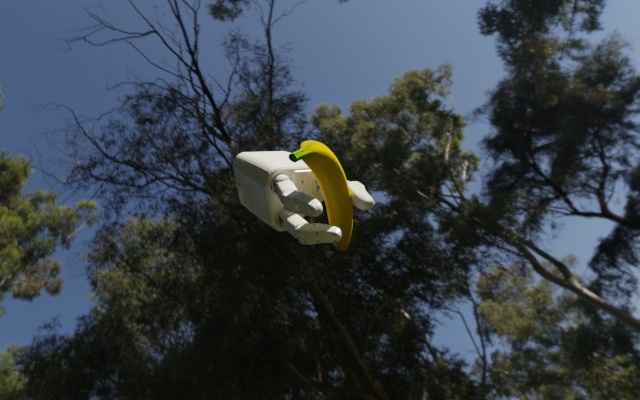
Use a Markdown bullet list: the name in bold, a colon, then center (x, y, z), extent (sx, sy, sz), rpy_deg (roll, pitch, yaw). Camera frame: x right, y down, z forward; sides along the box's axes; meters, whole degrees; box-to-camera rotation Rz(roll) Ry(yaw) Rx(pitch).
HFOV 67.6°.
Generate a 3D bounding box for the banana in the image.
- **banana**: center (0.010, -0.014, 0.636), extent (0.037, 0.069, 0.198), rpy_deg (18, -30, 38)
